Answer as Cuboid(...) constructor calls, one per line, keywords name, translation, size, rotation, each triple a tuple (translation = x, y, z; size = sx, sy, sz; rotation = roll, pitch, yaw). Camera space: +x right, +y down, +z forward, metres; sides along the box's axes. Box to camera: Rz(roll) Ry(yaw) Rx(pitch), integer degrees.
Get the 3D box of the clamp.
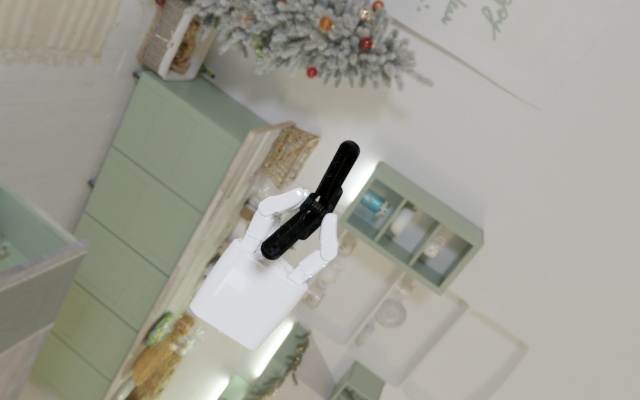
Cuboid(name="clamp", translation=(0.001, 0.003, 0.622), size=(0.036, 0.164, 0.210), rotation=(39, 3, 7))
